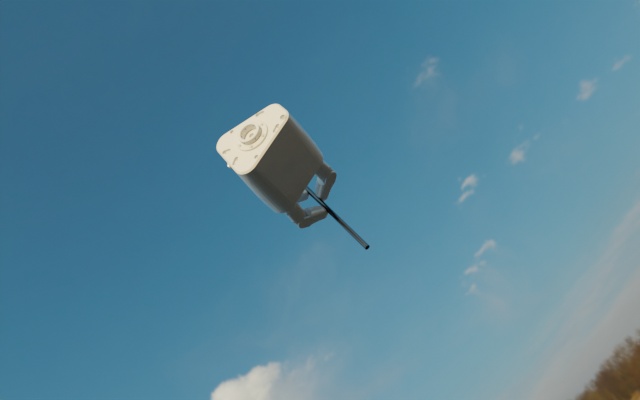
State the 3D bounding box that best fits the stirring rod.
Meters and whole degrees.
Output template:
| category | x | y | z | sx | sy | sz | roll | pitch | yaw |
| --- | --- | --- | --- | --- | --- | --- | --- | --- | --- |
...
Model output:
| category | x | y | z | sx | sy | sz | roll | pitch | yaw |
| --- | --- | --- | --- | --- | --- | --- | --- | --- | --- |
| stirring rod | 0.000 | 0.002 | 0.756 | 0.011 | 0.011 | 0.239 | 0 | 32 | -41 |
